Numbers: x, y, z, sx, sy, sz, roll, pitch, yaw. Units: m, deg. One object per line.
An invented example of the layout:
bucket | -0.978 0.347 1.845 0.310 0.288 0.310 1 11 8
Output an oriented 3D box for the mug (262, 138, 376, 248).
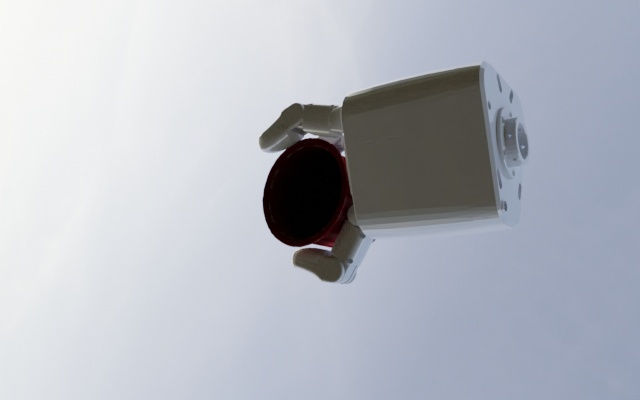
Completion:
mug | -0.001 0.002 0.435 0.117 0.093 0.081 -6 -15 38
